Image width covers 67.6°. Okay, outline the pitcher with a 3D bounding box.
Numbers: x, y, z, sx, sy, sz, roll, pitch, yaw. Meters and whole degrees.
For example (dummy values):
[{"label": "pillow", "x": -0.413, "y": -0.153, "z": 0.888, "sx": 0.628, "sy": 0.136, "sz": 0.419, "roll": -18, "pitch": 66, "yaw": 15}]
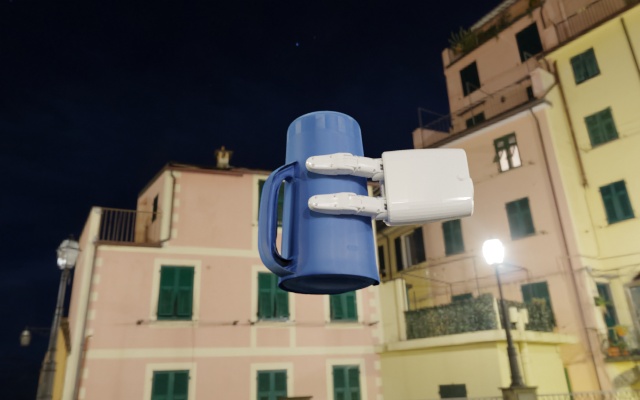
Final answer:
[{"label": "pitcher", "x": 0.000, "y": 0.002, "z": 0.654, "sx": 0.145, "sy": 0.242, "sz": 0.149, "roll": -4, "pitch": -21, "yaw": 5}]
